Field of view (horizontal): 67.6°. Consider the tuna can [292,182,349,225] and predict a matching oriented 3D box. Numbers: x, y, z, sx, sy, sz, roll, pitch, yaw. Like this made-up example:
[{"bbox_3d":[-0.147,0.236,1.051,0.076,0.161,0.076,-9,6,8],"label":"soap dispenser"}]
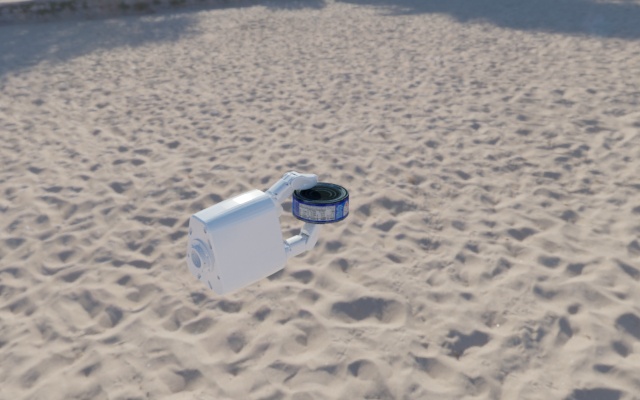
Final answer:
[{"bbox_3d":[0.000,0.002,0.710,0.086,0.034,0.086,1,23,0],"label":"tuna can"}]
